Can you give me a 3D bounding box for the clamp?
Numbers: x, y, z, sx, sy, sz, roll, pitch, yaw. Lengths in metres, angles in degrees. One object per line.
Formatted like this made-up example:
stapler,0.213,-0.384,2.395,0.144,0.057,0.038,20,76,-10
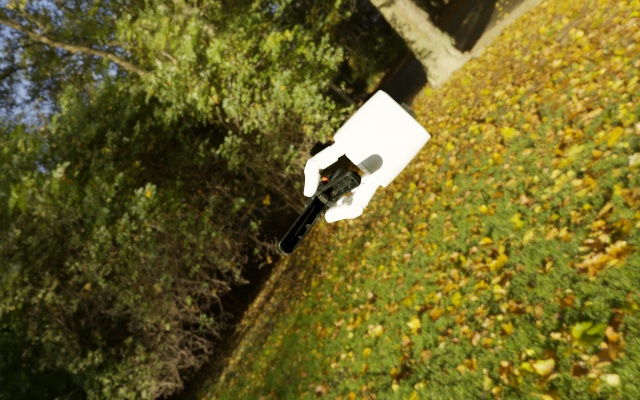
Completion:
clamp,0.000,0.002,0.771,0.036,0.164,0.210,43,10,-7
